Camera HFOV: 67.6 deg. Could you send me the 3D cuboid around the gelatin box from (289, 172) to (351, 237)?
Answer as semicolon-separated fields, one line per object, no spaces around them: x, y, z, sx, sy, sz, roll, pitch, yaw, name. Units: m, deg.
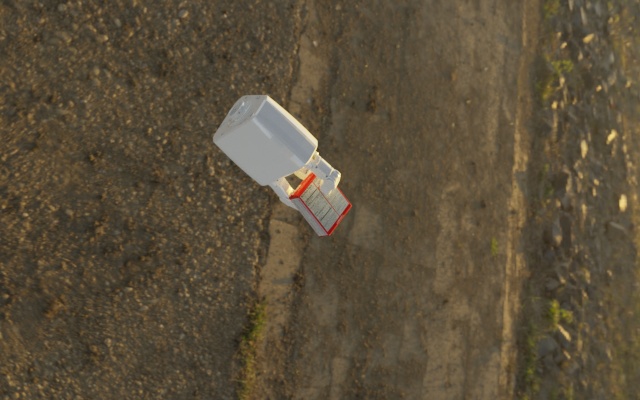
0.001;0.003;0.777;0.030;0.089;0.073;-12;32;51;gelatin box
